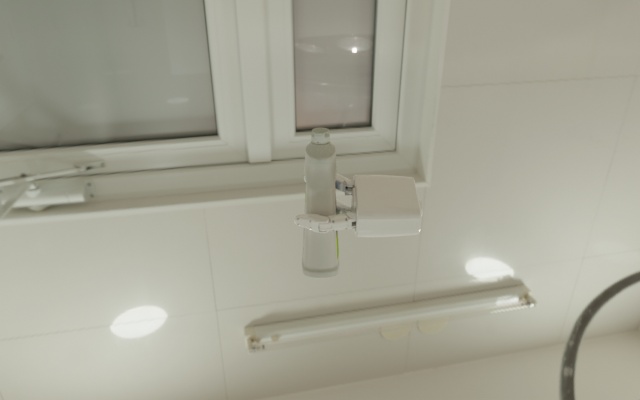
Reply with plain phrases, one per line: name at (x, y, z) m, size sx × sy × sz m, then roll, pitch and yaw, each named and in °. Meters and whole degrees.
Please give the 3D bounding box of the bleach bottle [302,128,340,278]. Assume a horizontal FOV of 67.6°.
bleach bottle at (0.000, 0.003, 0.819) m, size 0.068 × 0.251 × 0.102 m, roll 0°, pitch 27°, yaw -1°
